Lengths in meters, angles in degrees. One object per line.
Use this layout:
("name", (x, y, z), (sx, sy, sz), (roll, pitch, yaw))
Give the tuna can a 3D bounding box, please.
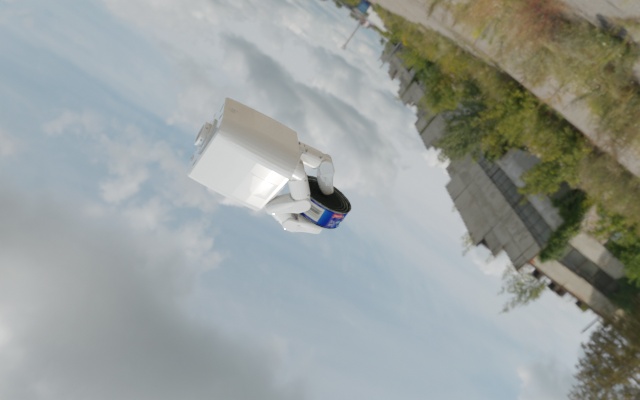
("tuna can", (0.000, 0.003, 0.694), (0.086, 0.034, 0.086), (28, 24, -13))
